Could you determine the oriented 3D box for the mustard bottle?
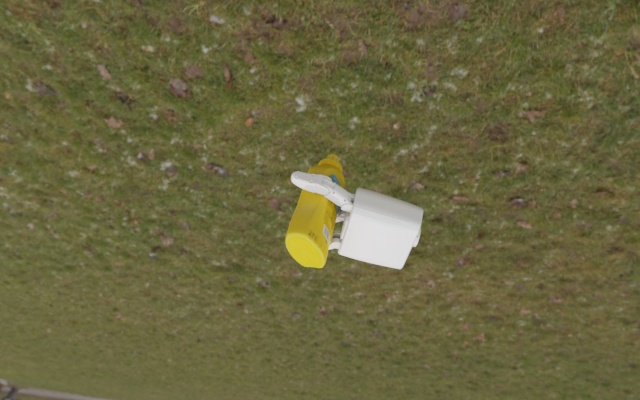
[{"bbox_3d":[0.000,0.003,0.753,0.058,0.191,0.096,1,-37,22],"label":"mustard bottle"}]
